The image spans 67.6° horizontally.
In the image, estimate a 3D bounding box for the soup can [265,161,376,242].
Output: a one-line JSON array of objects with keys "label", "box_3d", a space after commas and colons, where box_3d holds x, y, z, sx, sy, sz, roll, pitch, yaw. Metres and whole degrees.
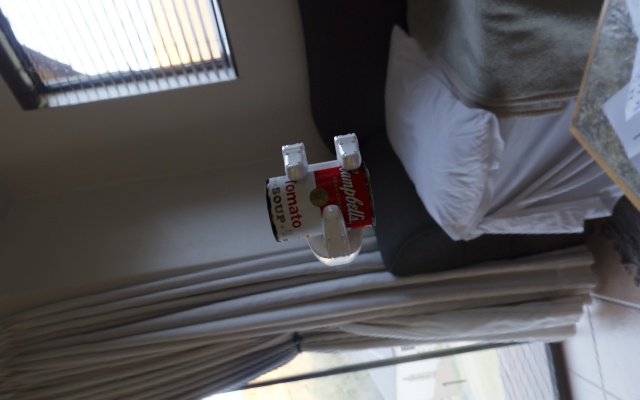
[{"label": "soup can", "box_3d": [0.000, 0.002, 0.488, 0.102, 0.068, 0.068, -10, 0, 1]}]
